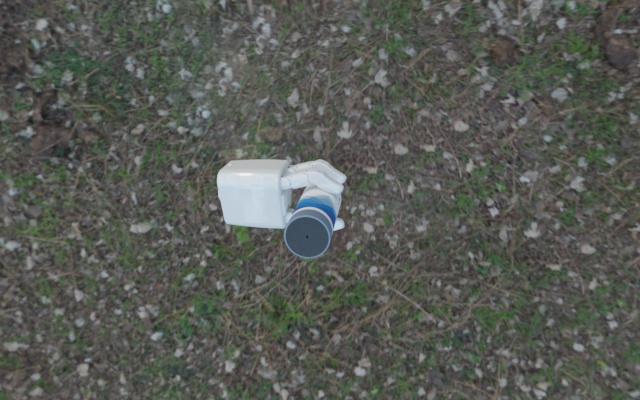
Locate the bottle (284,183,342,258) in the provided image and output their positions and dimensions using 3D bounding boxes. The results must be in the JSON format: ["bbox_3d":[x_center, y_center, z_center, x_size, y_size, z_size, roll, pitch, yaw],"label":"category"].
[{"bbox_3d":[0.000,0.003,0.808,0.069,0.069,0.295,0,20,8],"label":"bottle"}]
